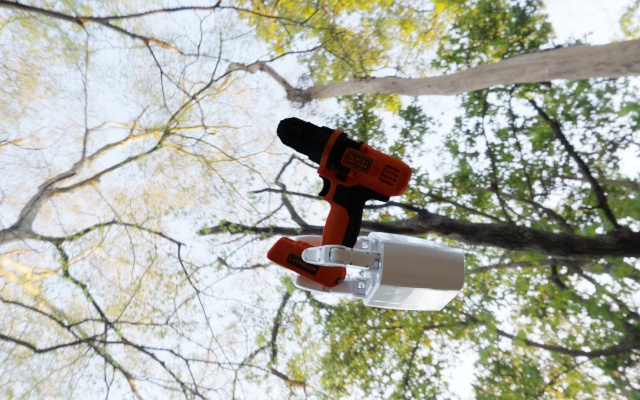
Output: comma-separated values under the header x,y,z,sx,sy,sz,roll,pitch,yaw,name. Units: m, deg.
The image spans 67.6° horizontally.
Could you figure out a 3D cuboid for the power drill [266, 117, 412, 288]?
x,y,z,sx,sy,sz,roll,pitch,yaw,name
0.000,0.003,0.615,0.184,0.187,0.057,25,7,11,power drill
